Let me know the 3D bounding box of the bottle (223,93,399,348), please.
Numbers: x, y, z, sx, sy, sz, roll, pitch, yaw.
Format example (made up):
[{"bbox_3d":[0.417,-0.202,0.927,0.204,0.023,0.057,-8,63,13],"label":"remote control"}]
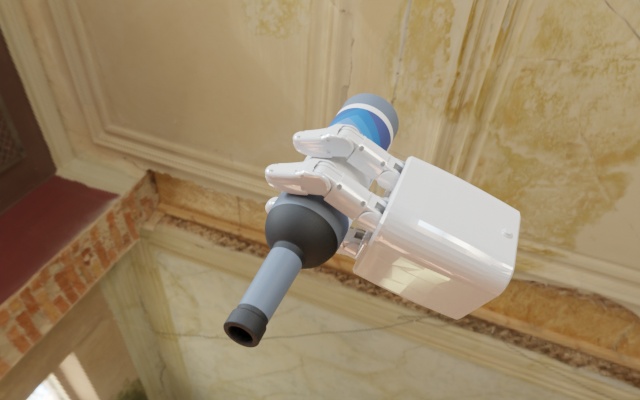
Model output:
[{"bbox_3d":[0.000,0.001,0.426,0.069,0.069,0.295,0,38,28],"label":"bottle"}]
